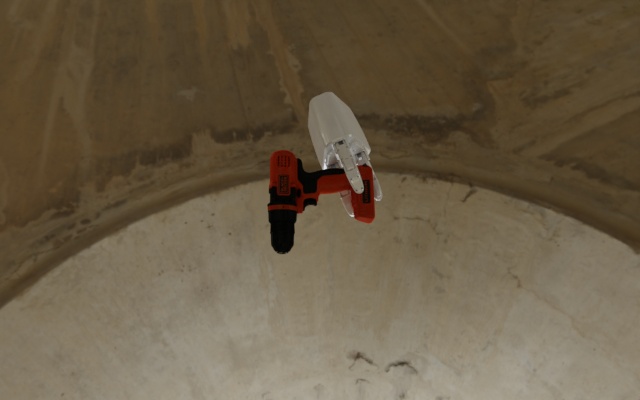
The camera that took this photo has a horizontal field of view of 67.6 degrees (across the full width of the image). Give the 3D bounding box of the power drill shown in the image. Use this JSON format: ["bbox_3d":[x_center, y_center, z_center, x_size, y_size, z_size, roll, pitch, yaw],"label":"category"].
[{"bbox_3d":[0.001,0.003,0.847,0.187,0.184,0.057,1,-10,-10],"label":"power drill"}]
